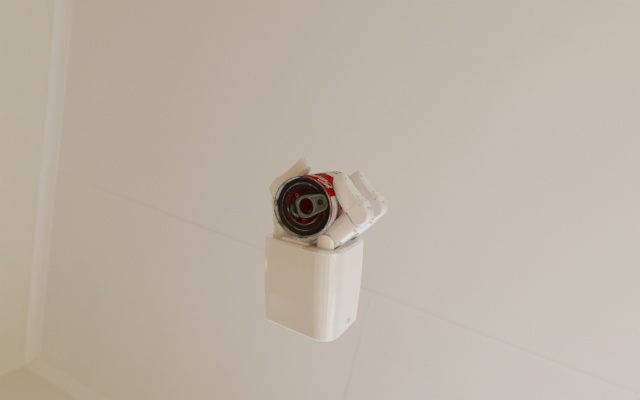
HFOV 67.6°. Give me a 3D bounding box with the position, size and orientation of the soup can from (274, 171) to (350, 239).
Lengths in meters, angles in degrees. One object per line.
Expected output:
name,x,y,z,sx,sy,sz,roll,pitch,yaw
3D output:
soup can,0.000,0.001,0.554,0.068,0.068,0.102,0,7,24
